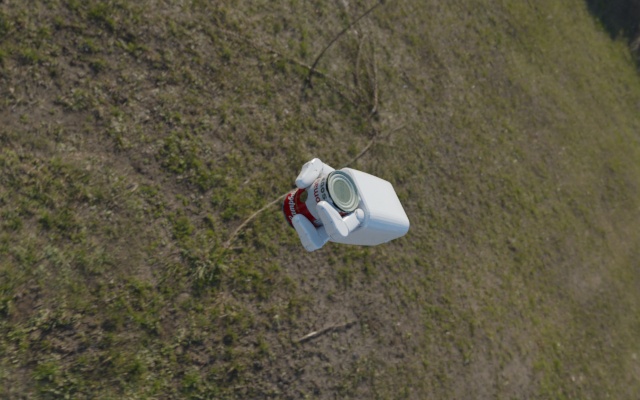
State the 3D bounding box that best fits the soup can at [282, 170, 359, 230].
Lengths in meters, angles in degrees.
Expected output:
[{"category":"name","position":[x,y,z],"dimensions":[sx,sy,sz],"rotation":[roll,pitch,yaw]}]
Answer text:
[{"category":"soup can","position":[0.000,0.002,0.724],"dimensions":[0.068,0.068,0.102],"rotation":[0,-19,-46]}]
